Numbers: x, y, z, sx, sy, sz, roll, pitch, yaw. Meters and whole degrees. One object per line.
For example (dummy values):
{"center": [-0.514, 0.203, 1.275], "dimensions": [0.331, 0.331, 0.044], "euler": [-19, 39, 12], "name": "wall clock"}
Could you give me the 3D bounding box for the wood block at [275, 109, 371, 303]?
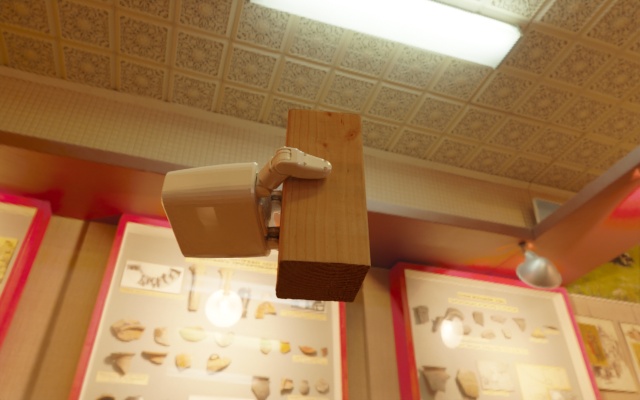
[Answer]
{"center": [0.000, 0.001, 0.549], "dimensions": [0.090, 0.206, 0.091], "euler": [4, -35, -6], "name": "wood block"}
